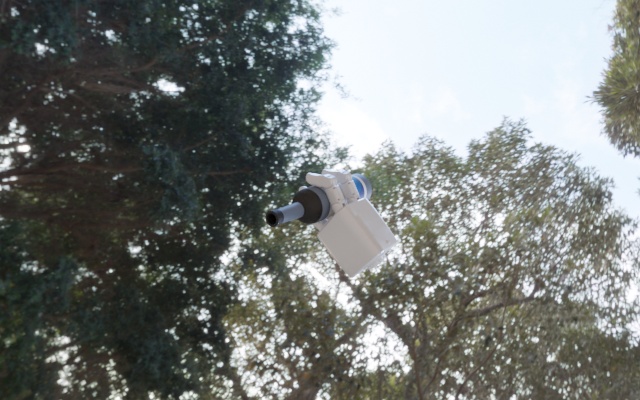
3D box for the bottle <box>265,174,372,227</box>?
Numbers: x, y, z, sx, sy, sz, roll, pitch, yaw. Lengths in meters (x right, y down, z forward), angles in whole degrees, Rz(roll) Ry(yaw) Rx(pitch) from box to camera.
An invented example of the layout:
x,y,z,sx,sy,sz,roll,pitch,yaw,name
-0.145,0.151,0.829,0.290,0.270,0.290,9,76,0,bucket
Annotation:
x,y,z,sx,sy,sz,roll,pitch,yaw,name
0.000,0.003,0.897,0.069,0.069,0.295,0,11,34,bottle
